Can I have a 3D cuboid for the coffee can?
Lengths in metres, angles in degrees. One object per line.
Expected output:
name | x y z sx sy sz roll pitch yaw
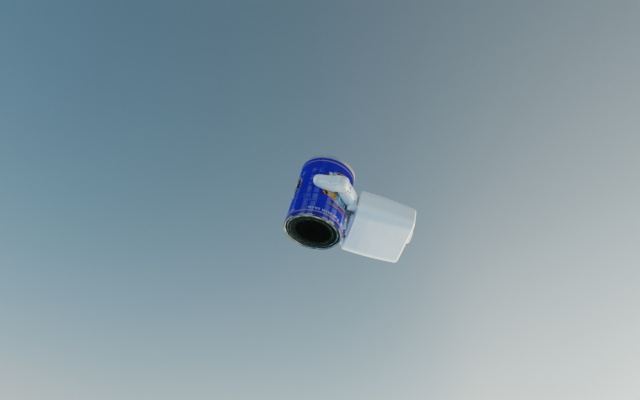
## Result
coffee can | 0.000 0.003 0.862 0.103 0.140 0.103 10 -38 8
